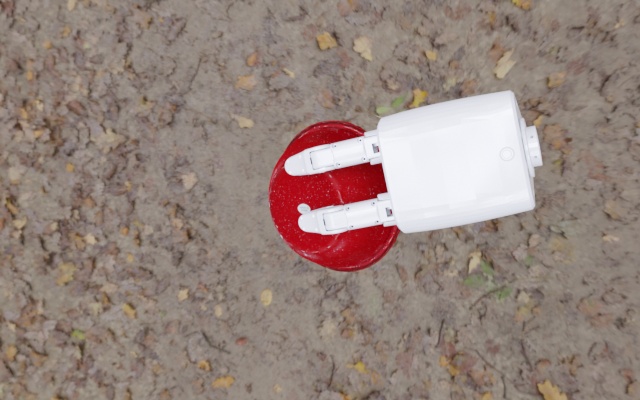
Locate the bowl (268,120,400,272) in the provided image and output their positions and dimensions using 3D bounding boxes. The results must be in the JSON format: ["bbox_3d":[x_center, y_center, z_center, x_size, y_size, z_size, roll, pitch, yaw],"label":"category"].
[{"bbox_3d":[-0.001,0.002,0.484,0.162,0.162,0.055,0,10,37],"label":"bowl"}]
